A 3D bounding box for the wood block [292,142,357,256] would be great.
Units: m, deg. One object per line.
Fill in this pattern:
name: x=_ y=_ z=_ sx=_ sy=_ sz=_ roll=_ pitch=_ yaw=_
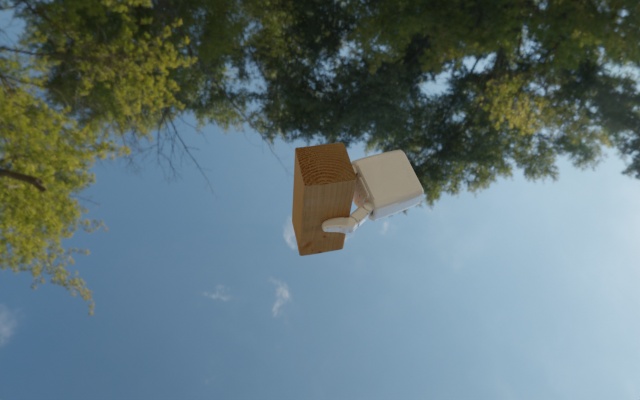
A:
wood block: x=0.001 y=0.003 z=0.873 sx=0.090 sy=0.090 sz=0.206 roll=-8 pitch=-38 yaw=-11
